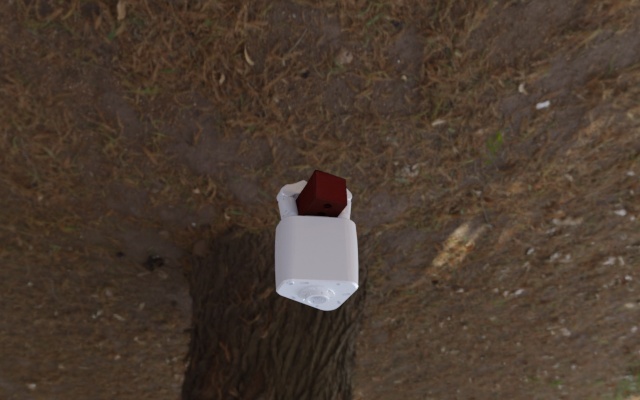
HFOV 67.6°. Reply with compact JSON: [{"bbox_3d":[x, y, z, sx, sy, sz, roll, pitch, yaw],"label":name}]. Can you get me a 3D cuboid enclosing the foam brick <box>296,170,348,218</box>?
[{"bbox_3d":[0.000,0.002,0.715,0.053,0.051,0.078,15,-41,-19],"label":"foam brick"}]
